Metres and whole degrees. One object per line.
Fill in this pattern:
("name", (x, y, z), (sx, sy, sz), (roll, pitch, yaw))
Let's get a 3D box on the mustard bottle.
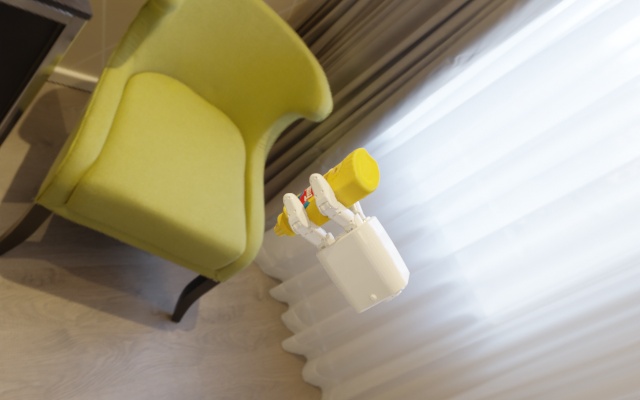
("mustard bottle", (0.000, 0.002, 0.722), (0.192, 0.058, 0.096), (-36, 20, 29))
